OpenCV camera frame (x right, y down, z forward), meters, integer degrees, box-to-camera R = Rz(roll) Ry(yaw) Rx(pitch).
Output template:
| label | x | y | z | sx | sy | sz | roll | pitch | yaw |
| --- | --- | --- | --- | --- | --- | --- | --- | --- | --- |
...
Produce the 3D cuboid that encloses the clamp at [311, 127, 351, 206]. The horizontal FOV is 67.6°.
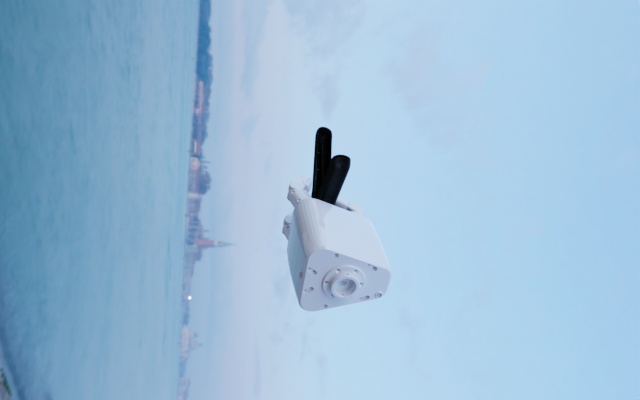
| label | x | y | z | sx | sy | sz | roll | pitch | yaw |
| --- | --- | --- | --- | --- | --- | --- | --- | --- | --- |
| clamp | 0.001 | 0.003 | 0.686 | 0.036 | 0.210 | 0.164 | 6 | 27 | -10 |
